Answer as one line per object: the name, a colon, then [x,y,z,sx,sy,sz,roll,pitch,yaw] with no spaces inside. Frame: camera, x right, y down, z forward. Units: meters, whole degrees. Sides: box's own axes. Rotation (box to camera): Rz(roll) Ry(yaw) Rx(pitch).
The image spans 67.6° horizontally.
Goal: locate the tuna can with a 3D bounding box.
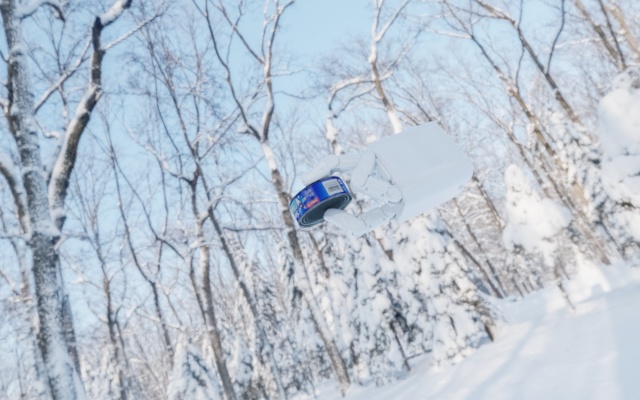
tuna can: [0.000,0.002,0.672,0.086,0.033,0.086,-26,-18,-9]
